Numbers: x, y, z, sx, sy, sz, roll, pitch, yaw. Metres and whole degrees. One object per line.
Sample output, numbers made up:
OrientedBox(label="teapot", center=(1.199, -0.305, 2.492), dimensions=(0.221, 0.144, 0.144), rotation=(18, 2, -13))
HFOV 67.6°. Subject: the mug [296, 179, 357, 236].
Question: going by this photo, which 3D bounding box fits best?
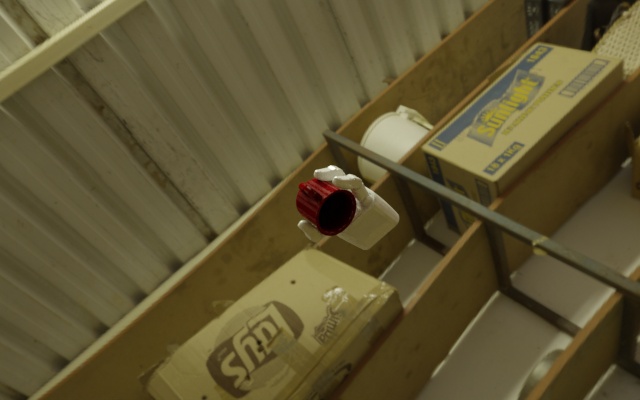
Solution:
OrientedBox(label="mug", center=(-0.001, 0.002, 0.892), dimensions=(0.117, 0.093, 0.081), rotation=(37, -3, -43))
